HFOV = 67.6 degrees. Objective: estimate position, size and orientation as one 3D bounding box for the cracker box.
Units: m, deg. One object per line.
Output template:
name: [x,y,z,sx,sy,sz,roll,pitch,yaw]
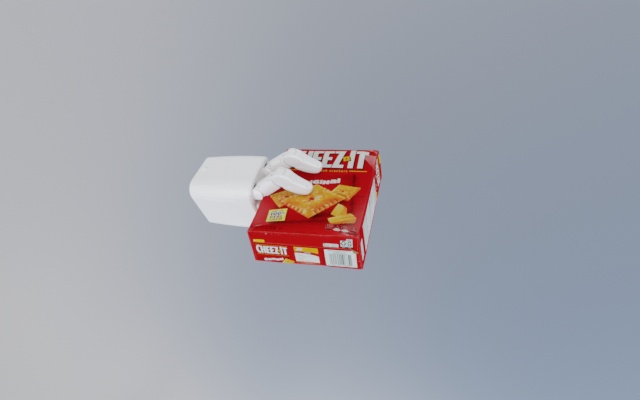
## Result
cracker box: [0.000,0.003,0.745,0.164,0.072,0.213,3,41,14]
